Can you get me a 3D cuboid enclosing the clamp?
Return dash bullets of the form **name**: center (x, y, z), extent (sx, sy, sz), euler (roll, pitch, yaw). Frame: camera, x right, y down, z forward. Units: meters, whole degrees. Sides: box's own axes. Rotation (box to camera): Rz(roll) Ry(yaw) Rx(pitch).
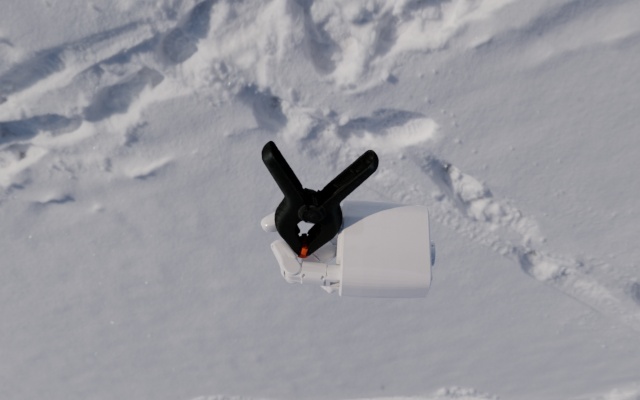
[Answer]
- **clamp**: center (0.000, 0.002, 0.536), extent (0.120, 0.039, 0.172), euler (3, -42, 2)
